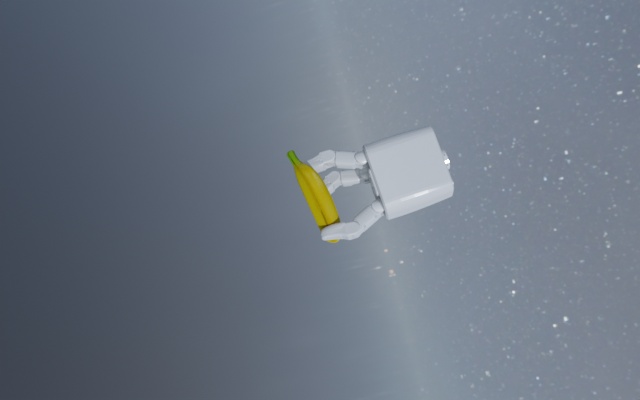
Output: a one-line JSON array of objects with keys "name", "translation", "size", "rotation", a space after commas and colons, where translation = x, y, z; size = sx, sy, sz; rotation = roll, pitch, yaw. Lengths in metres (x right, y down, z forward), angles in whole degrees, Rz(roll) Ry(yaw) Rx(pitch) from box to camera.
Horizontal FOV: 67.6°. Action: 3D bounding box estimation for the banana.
[{"name": "banana", "translation": [0.004, 0.011, 0.728], "size": [0.037, 0.198, 0.069], "rotation": [-23, 41, 0]}]
